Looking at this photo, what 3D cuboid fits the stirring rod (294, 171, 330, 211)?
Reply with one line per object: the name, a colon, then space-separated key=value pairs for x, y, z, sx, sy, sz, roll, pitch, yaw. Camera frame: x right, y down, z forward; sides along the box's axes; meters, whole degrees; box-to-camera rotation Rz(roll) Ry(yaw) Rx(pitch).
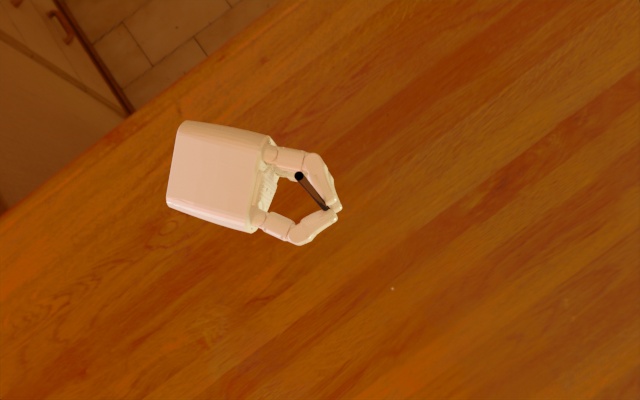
stirring rod: x=0.000 y=0.002 z=0.504 sx=0.011 sy=0.011 sz=0.239 roll=0 pitch=-10 yaw=9
